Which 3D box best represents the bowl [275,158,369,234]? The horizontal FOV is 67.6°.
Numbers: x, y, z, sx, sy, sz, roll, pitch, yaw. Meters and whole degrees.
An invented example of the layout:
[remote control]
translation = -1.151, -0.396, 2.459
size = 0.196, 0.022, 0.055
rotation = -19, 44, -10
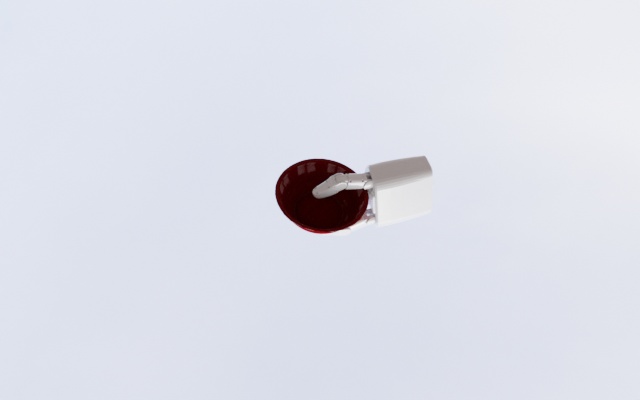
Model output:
[bowl]
translation = -0.001, 0.003, 0.834
size = 0.162, 0.162, 0.055
rotation = 0, -38, -9
